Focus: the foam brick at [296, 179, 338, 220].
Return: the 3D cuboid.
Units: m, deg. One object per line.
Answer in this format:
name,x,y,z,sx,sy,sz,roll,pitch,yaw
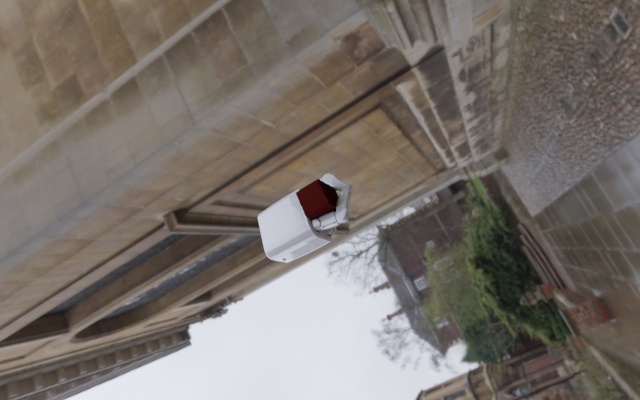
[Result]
foam brick,0.000,0.003,0.870,0.051,0.053,0.078,-29,-22,16
